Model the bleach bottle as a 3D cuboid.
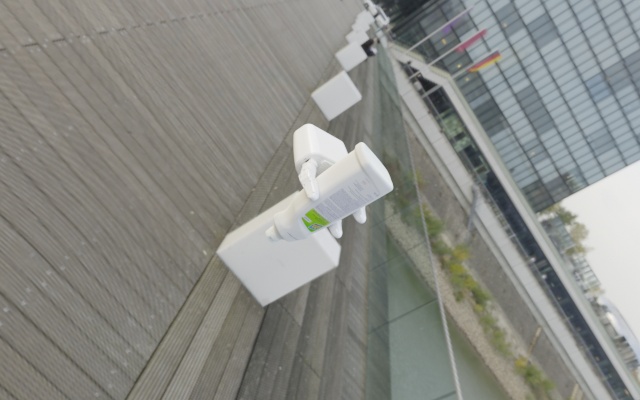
[{"bbox_3d":[0.000,0.003,0.864,0.251,0.068,0.103,-32,-50,19],"label":"bleach bottle"}]
